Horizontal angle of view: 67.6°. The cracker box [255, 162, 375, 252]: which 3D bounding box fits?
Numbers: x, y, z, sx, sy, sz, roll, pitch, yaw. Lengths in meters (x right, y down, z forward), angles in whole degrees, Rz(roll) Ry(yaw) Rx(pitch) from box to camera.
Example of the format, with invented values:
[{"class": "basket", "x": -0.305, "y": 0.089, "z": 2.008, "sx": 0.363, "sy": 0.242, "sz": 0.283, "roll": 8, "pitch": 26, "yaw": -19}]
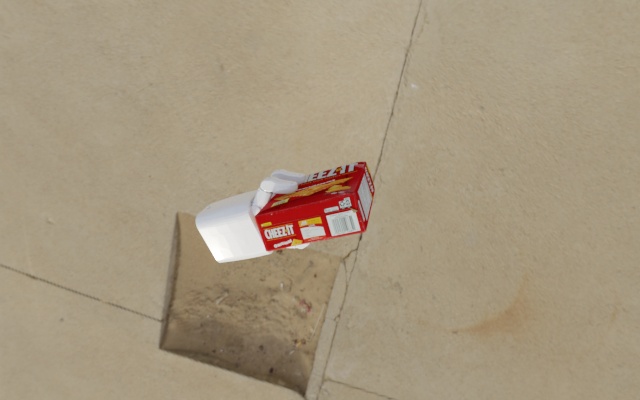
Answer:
[{"class": "cracker box", "x": 0.000, "y": 0.003, "z": 0.815, "sx": 0.164, "sy": 0.072, "sz": 0.213, "roll": -13, "pitch": 15, "yaw": 14}]
